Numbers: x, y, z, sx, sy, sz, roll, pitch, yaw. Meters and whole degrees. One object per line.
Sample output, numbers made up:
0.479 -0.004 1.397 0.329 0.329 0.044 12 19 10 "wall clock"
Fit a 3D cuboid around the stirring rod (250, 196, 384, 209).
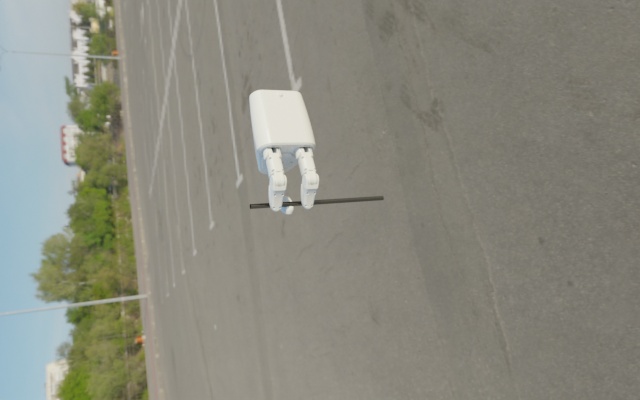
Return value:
0.000 0.003 0.794 0.239 0.011 0.011 -4 1 -24 "stirring rod"
